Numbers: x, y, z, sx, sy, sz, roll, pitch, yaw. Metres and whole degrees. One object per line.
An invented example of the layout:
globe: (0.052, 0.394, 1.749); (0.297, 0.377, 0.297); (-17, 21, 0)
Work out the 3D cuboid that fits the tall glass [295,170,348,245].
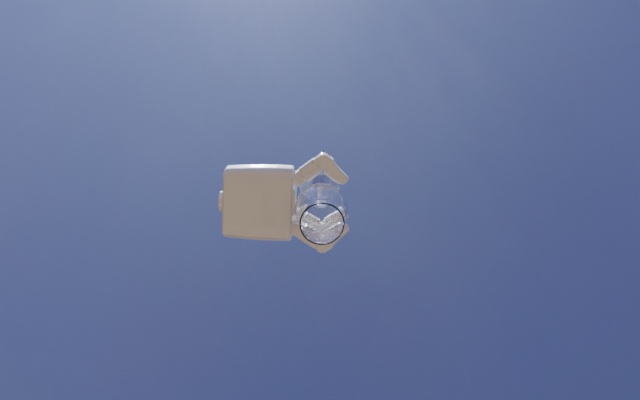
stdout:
tall glass: (0.000, 0.002, 0.741); (0.079, 0.079, 0.201); (0, 17, -1)
